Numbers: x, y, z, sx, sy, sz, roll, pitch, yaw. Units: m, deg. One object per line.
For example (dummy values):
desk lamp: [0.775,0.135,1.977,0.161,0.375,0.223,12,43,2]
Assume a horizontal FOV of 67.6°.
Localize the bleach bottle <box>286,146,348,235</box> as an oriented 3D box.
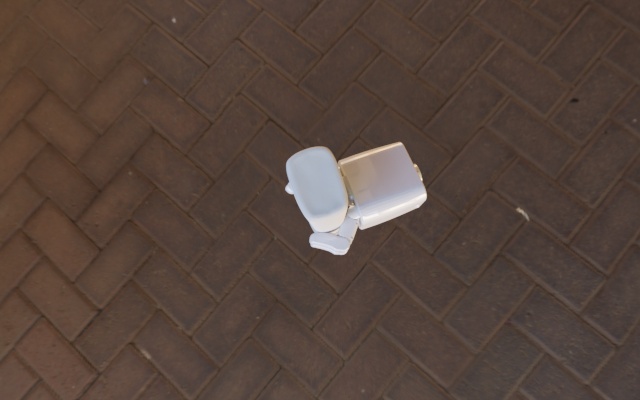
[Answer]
bleach bottle: [0.000,0.003,0.741,0.068,0.102,0.251,-19,-11,-2]
